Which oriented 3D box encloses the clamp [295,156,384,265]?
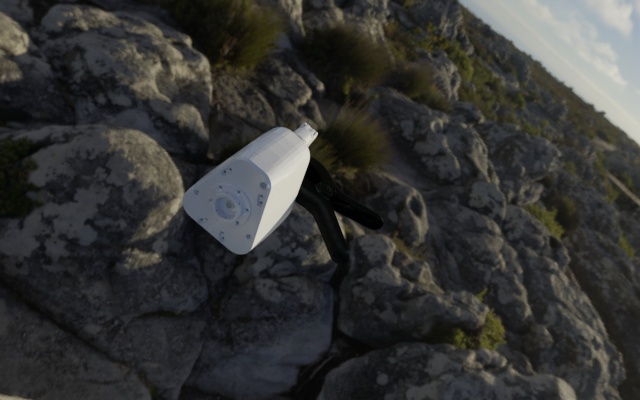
[{"bbox_3d":[0.000,0.001,0.602,0.171,0.039,0.120,41,31,-1],"label":"clamp"}]
